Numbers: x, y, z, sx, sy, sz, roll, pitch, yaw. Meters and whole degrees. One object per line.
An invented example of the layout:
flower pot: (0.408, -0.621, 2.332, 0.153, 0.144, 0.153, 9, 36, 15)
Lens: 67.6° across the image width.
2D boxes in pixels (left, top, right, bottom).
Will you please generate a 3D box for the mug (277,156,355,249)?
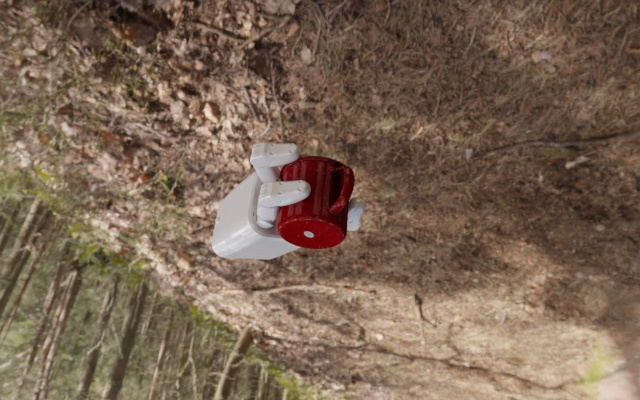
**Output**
mug: (0.001, 0.002, 0.562, 0.093, 0.081, 0.117, 25, -37, -30)
